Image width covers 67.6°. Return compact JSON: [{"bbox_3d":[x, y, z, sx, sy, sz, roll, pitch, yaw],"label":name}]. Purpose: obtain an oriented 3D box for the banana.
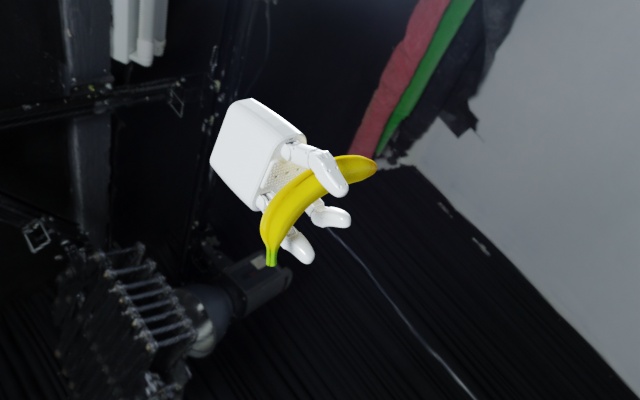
[{"bbox_3d":[-0.006,-0.009,0.581,0.197,0.070,0.037,-41,48,-22],"label":"banana"}]
